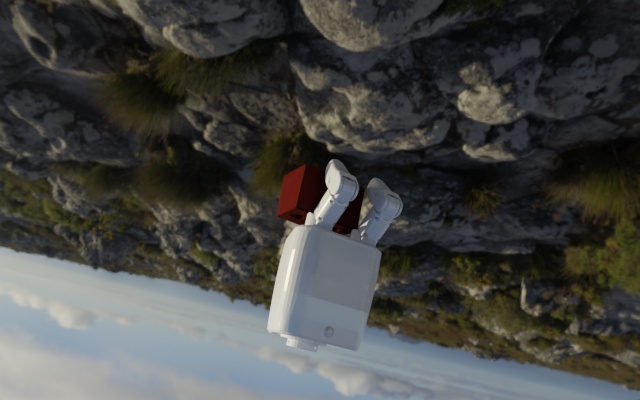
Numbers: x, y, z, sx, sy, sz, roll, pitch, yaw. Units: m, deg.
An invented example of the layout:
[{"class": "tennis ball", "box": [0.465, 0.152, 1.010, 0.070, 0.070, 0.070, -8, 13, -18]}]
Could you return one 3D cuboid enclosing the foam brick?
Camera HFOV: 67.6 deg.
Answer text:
[{"class": "foam brick", "box": [0.000, 0.002, 0.519, 0.078, 0.051, 0.053, 21, -19, -23]}]
